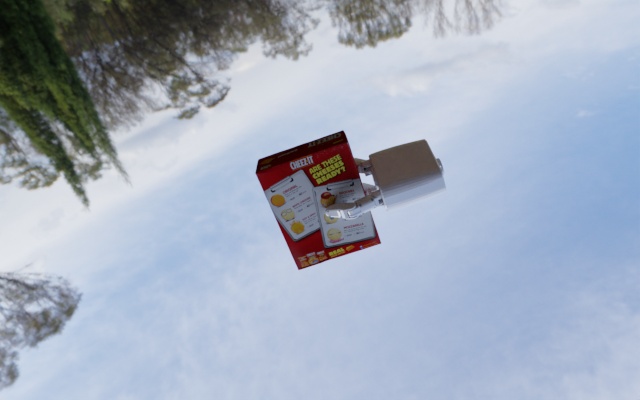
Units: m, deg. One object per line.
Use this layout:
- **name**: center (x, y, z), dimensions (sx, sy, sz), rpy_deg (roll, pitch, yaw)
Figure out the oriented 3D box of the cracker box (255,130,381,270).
- **cracker box**: center (0.000, 0.003, 0.854), dimensions (0.164, 0.214, 0.072), rpy_deg (-18, 27, 5)
